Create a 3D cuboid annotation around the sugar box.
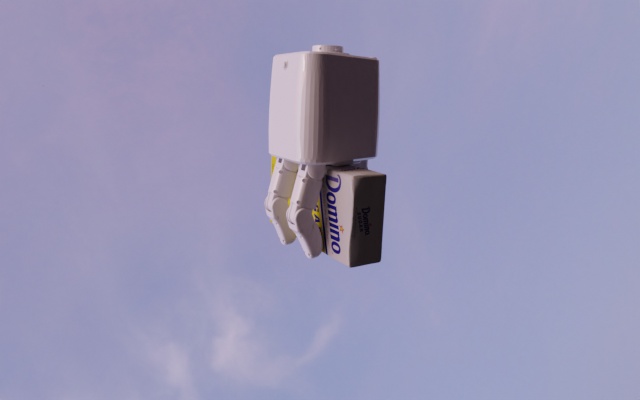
[{"bbox_3d":[0.000,0.002,0.529,0.048,0.093,0.176,-6,15,-29],"label":"sugar box"}]
